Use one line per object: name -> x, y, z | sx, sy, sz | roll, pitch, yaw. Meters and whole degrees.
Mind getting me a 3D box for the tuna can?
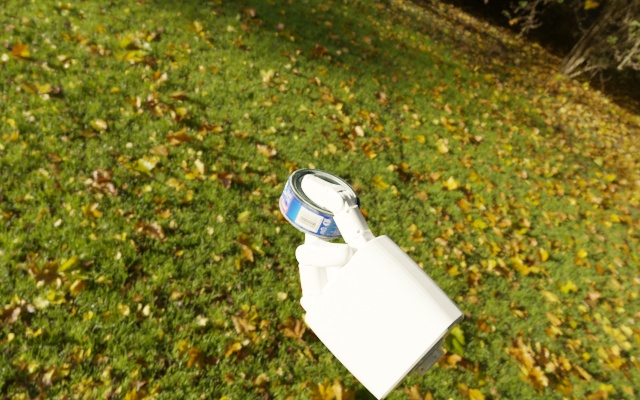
tuna can -> 0.000, 0.001, 0.527 | 0.086, 0.034, 0.086 | 17, 33, -12
